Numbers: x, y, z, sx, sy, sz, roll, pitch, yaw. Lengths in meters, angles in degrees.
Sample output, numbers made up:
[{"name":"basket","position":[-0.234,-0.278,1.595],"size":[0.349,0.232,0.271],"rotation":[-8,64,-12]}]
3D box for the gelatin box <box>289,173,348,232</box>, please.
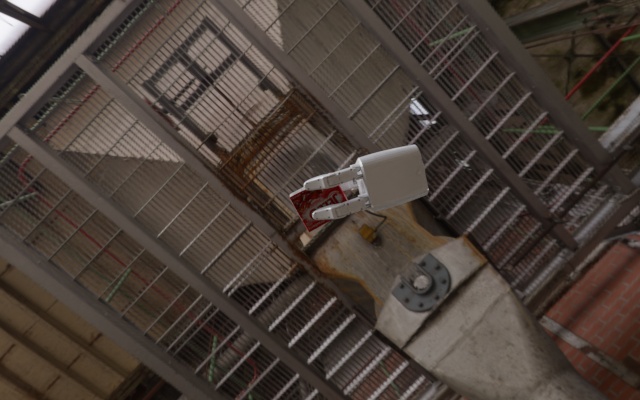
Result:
[{"name":"gelatin box","position":[0.000,0.003,0.849],"size":[0.089,0.073,0.030],"rotation":[-28,11,4]}]
